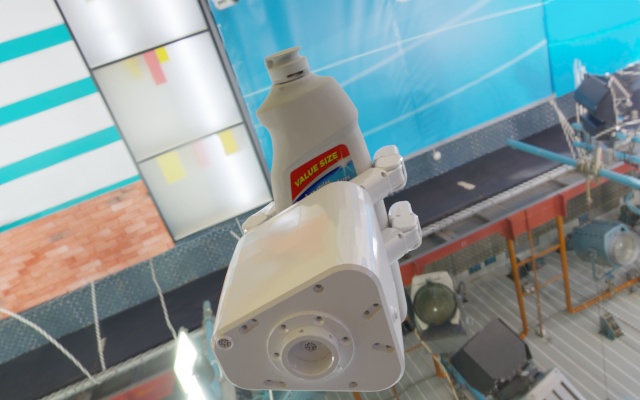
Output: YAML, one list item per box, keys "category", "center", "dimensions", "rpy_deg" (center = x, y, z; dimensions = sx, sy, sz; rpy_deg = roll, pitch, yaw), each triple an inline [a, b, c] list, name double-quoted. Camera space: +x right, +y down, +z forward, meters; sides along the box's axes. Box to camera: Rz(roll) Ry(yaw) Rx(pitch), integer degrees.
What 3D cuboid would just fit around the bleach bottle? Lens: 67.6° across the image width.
- category: "bleach bottle"
  center: [0.000, 0.001, 0.406]
  dimensions: [0.102, 0.251, 0.068]
  rpy_deg: [-16, 24, 7]
